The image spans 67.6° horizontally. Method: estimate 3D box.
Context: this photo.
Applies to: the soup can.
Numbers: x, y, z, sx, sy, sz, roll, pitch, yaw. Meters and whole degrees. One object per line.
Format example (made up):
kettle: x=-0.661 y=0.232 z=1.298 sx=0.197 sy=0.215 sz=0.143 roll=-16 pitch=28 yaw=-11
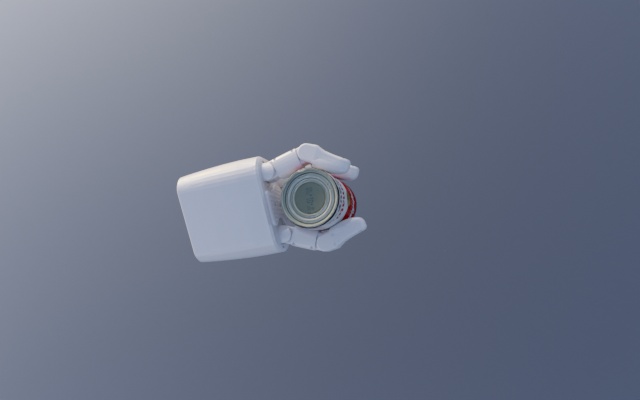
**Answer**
soup can: x=0.001 y=0.002 z=0.557 sx=0.068 sy=0.068 sz=0.102 roll=0 pitch=-6 yaw=15
